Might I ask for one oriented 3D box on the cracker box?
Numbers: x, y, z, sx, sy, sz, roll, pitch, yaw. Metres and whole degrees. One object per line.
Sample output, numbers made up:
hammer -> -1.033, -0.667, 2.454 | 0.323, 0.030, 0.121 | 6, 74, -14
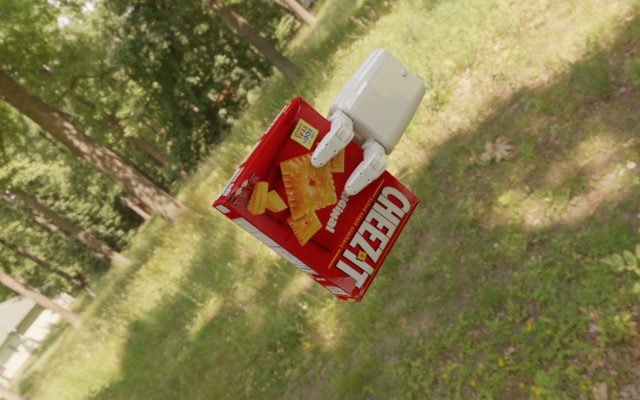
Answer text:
cracker box -> 0.000, 0.002, 0.606 | 0.214, 0.164, 0.072 | 38, -17, -15
